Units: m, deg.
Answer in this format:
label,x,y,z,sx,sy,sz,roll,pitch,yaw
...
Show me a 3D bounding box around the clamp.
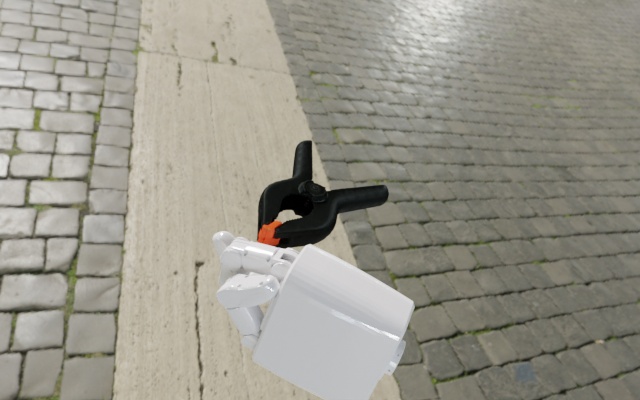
label,x,y,z,sx,sy,sz,roll,pitch,yaw
clamp,0.000,0.001,0.493,0.120,0.039,0.171,22,41,10
